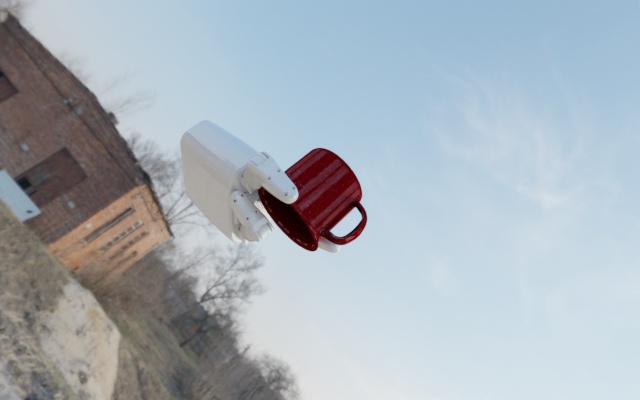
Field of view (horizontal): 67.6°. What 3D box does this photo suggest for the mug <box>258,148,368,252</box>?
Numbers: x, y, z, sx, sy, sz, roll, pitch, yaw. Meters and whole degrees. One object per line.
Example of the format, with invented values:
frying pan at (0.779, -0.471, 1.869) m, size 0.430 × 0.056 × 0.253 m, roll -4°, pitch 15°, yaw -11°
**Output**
mug at (0.001, 0.002, 0.522) m, size 0.117 × 0.081 × 0.093 m, roll 37°, pitch -24°, yaw 28°
